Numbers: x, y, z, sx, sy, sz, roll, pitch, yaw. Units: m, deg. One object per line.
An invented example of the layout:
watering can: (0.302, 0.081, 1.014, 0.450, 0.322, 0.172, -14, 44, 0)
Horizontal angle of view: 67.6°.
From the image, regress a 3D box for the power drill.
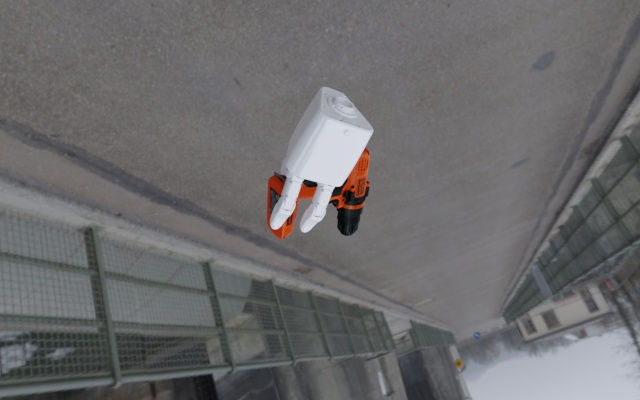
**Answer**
power drill: (0.000, 0.003, 0.824, 0.187, 0.184, 0.057, -18, 38, -31)
